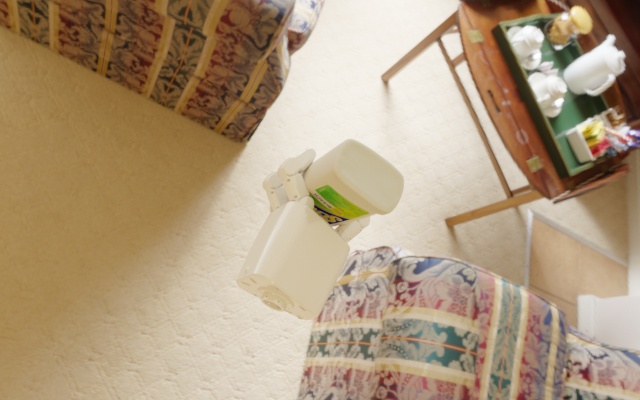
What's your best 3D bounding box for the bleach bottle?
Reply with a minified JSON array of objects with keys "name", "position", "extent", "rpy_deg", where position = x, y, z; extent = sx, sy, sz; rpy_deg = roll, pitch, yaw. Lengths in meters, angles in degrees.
[{"name":"bleach bottle","position":[0.000,0.002,0.665],"extent":[0.102,0.068,0.251],"rpy_deg":[35,-29,-15]}]
